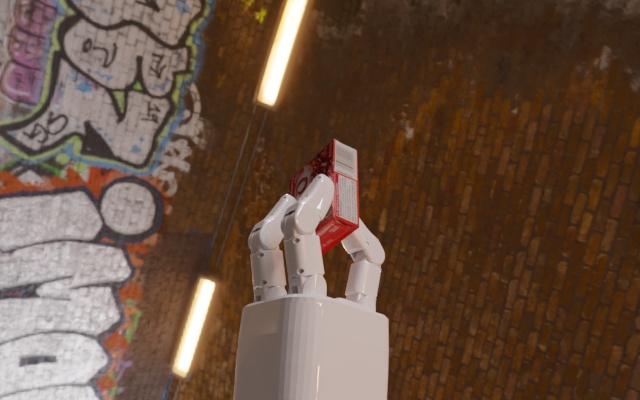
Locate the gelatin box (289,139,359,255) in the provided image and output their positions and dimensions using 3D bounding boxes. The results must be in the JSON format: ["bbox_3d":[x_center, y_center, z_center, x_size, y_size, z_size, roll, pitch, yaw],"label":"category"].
[{"bbox_3d":[0.000,0.001,0.422,0.030,0.089,0.073,24,-42,-27],"label":"gelatin box"}]
